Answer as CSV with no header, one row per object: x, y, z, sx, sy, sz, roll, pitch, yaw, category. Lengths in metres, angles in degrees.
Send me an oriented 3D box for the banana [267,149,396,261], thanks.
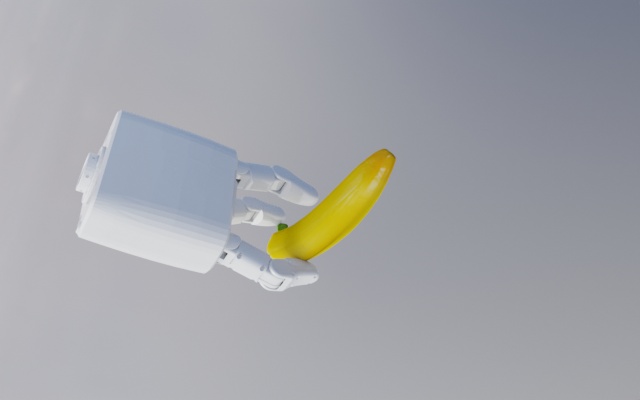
-0.004,0.019,0.443,0.037,0.069,0.198,23,-32,-26,banana
